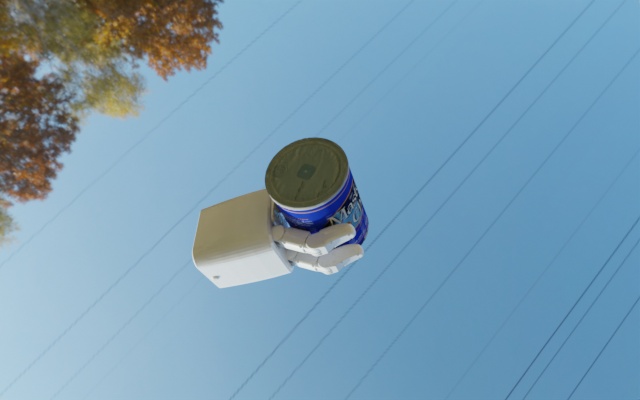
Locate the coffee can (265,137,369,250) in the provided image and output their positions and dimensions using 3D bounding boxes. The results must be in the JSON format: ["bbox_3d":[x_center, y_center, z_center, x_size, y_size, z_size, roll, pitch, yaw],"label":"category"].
[{"bbox_3d":[0.000,0.002,0.616,0.103,0.102,0.140,0,-32,18],"label":"coffee can"}]
